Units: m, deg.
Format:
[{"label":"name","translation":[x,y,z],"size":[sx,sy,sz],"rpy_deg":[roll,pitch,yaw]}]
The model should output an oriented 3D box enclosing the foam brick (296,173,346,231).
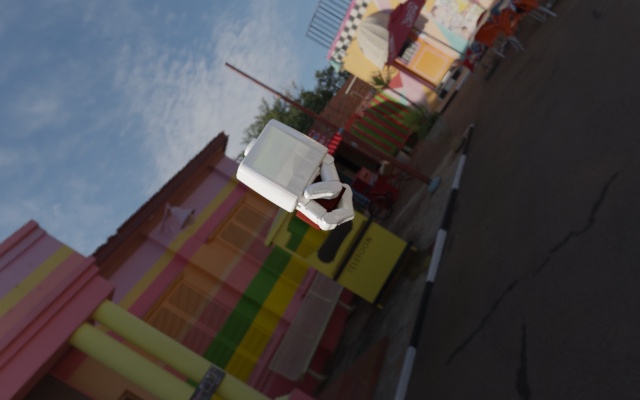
[{"label":"foam brick","translation":[0.000,0.003,0.792],"size":[0.051,0.053,0.078],"rpy_deg":[30,-34,1]}]
